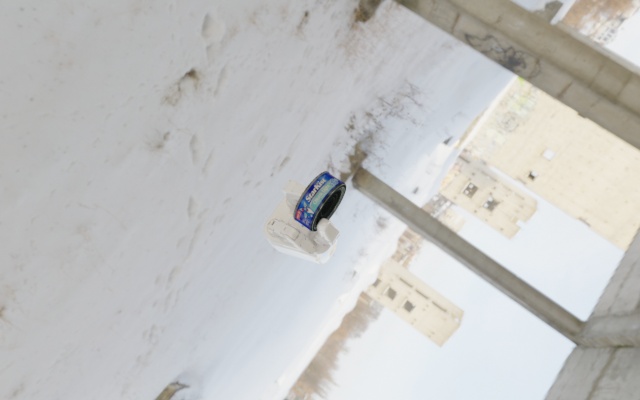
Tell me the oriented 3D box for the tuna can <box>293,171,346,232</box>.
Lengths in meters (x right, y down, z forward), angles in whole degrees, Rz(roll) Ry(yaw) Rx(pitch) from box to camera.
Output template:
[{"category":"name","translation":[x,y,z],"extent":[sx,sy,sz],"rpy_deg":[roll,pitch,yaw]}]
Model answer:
[{"category":"tuna can","translation":[0.001,0.003,0.687],"extent":[0.033,0.086,0.086],"rpy_deg":[35,10,16]}]
